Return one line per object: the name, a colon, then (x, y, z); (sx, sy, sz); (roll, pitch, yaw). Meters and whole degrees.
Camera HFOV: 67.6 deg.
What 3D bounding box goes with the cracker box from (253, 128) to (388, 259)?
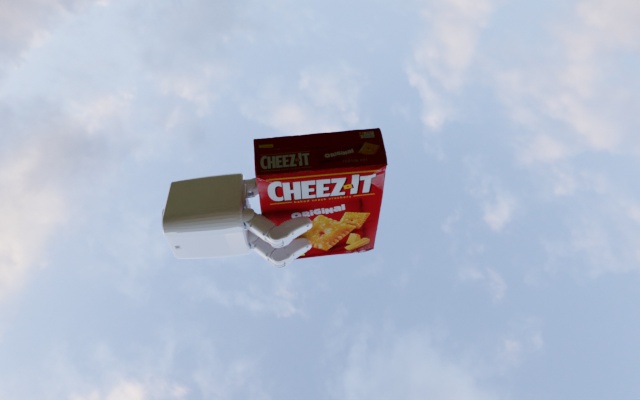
cracker box: (0.000, 0.002, 0.670); (0.164, 0.072, 0.214); (-6, -35, -4)
